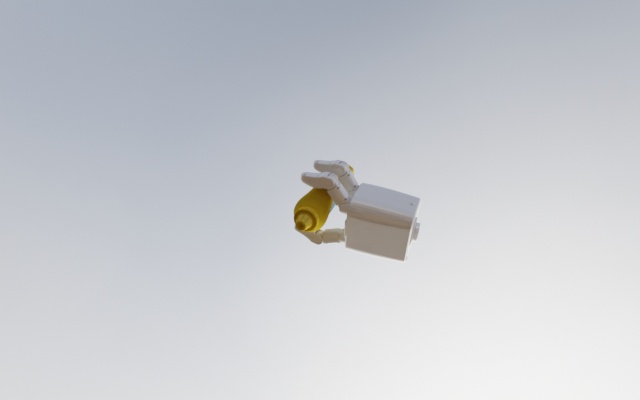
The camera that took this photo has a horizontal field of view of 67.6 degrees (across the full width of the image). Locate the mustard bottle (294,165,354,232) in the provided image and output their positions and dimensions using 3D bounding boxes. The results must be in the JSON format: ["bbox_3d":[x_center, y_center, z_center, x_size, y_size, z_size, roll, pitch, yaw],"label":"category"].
[{"bbox_3d":[0.000,0.002,0.828,0.058,0.096,0.191,35,31,2],"label":"mustard bottle"}]
